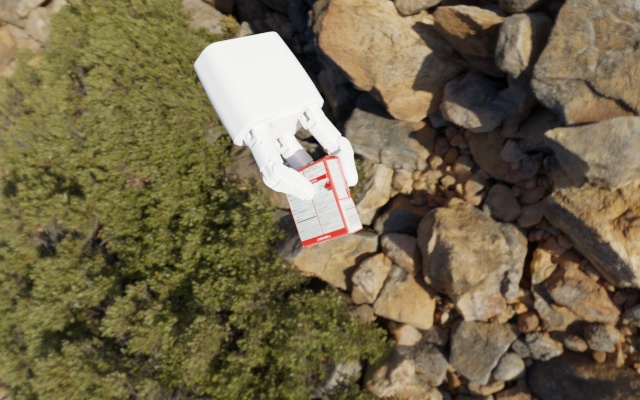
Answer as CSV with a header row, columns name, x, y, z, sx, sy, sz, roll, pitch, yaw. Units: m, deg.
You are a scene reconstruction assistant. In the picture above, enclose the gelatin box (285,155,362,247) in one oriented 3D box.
name,x,y,z,sx,sy,sz,roll,pitch,yaw
gelatin box,0.000,0.002,0.546,0.073,0.089,0.030,-21,-5,40
